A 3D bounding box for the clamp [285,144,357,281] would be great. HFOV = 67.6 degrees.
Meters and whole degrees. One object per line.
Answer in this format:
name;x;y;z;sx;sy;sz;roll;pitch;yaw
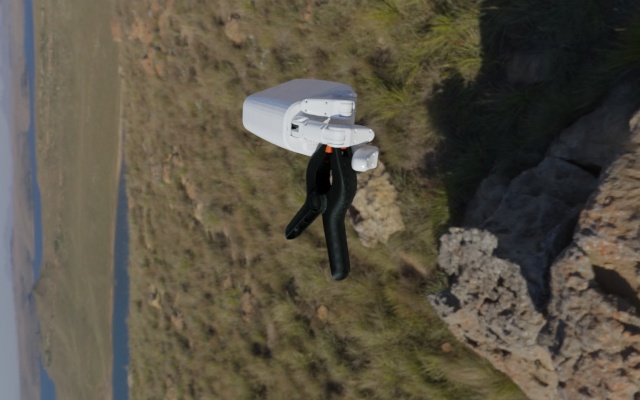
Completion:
clamp;0.000;0.002;0.594;0.120;0.171;0.039;21;20;41
